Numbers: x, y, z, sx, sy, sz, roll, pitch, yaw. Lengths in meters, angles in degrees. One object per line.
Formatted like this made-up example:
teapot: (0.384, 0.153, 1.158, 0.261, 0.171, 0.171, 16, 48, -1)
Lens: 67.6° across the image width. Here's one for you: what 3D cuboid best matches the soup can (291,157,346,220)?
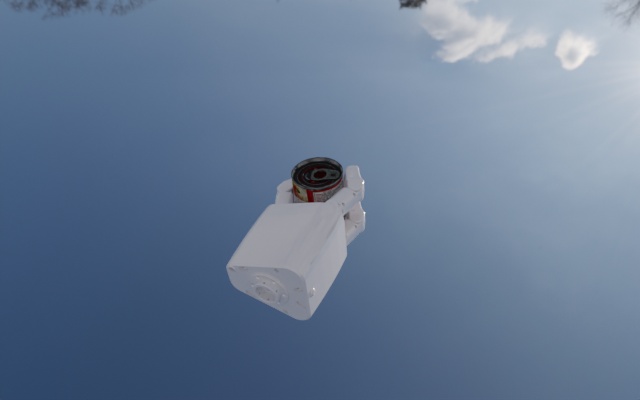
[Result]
soup can: (0.000, 0.002, 0.647, 0.068, 0.102, 0.068, -4, 40, 3)
